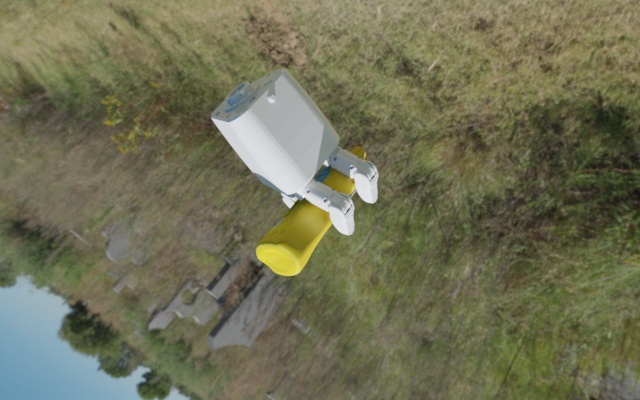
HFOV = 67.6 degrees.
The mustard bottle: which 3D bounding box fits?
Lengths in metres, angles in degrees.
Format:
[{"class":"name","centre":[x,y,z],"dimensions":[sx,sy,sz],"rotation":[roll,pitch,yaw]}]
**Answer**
[{"class":"mustard bottle","centre":[0.000,0.002,0.592],"dimensions":[0.058,0.191,0.096],"rotation":[40,-26,-5]}]
